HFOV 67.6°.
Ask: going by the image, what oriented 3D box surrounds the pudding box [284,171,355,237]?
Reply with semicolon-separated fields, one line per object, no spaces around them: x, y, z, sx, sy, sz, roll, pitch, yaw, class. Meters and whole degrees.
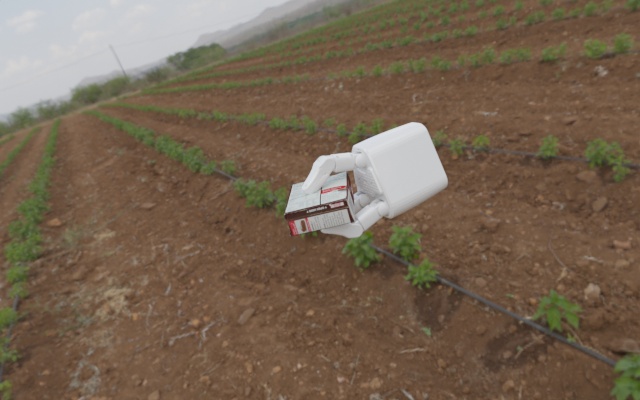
0.000;0.002;0.672;0.090;0.039;0.113;-14;20;9;pudding box
